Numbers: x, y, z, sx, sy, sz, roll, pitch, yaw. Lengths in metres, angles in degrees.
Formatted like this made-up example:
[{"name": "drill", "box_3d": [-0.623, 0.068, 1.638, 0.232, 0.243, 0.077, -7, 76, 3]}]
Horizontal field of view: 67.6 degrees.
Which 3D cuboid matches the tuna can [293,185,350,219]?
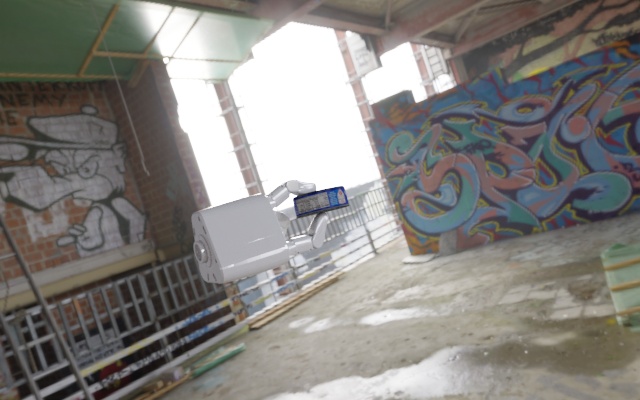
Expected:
[{"name": "tuna can", "box_3d": [0.000, 0.002, 0.745, 0.086, 0.034, 0.086, -14, -3, -1]}]
